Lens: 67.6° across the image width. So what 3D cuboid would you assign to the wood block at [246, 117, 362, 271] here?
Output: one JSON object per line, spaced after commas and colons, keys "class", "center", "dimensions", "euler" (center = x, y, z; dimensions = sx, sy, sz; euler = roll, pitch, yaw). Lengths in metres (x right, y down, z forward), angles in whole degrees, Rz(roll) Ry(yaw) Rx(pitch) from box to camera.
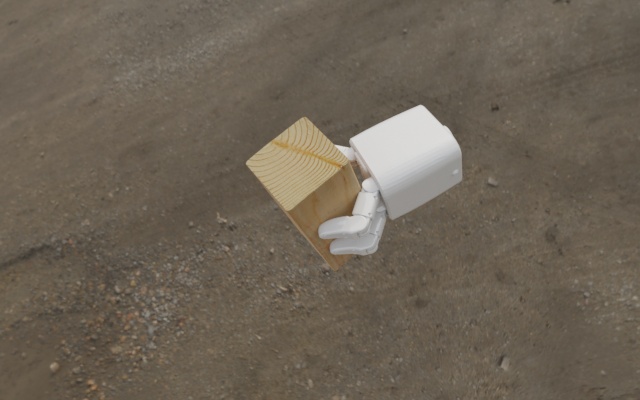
{"class": "wood block", "center": [0.000, 0.002, 0.615], "dimensions": [0.090, 0.090, 0.206], "euler": [-39, -31, -5]}
